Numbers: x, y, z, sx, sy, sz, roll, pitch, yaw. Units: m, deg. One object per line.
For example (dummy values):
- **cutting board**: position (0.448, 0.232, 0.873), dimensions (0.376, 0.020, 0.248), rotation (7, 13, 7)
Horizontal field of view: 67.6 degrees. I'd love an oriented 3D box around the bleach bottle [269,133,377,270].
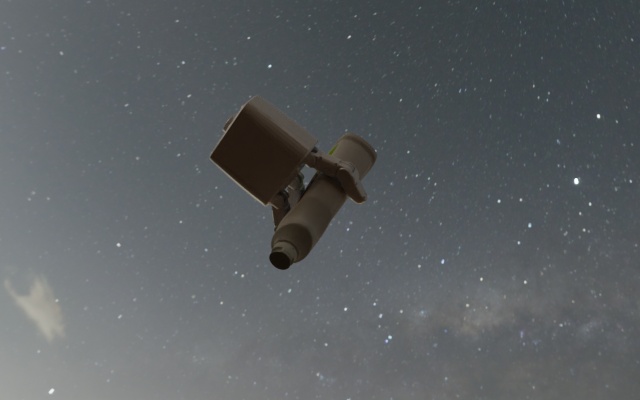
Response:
- **bleach bottle**: position (0.000, 0.002, 0.662), dimensions (0.103, 0.068, 0.250), rotation (-51, 3, 39)
